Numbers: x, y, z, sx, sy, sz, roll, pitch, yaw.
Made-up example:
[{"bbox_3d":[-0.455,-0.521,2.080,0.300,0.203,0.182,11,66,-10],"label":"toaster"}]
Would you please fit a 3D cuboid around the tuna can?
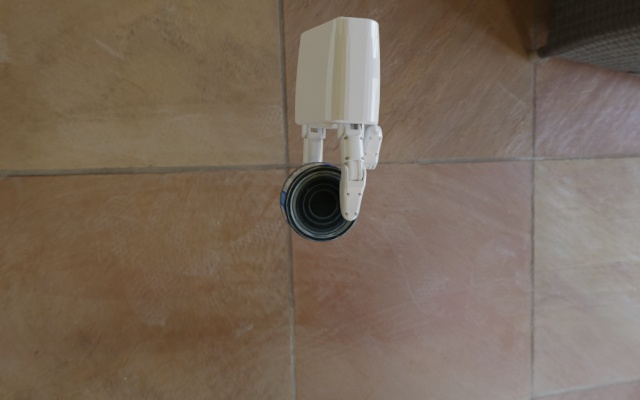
[{"bbox_3d":[0.000,0.002,0.524,0.086,0.086,0.033,0,10,-14],"label":"tuna can"}]
